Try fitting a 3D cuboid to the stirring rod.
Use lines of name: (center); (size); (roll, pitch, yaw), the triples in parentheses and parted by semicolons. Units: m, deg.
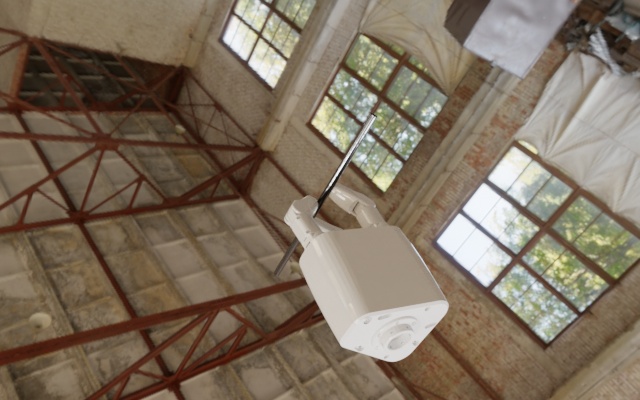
stirring rod: (0.000, 0.002, 0.559); (0.011, 0.240, 0.011); (25, 27, -14)
